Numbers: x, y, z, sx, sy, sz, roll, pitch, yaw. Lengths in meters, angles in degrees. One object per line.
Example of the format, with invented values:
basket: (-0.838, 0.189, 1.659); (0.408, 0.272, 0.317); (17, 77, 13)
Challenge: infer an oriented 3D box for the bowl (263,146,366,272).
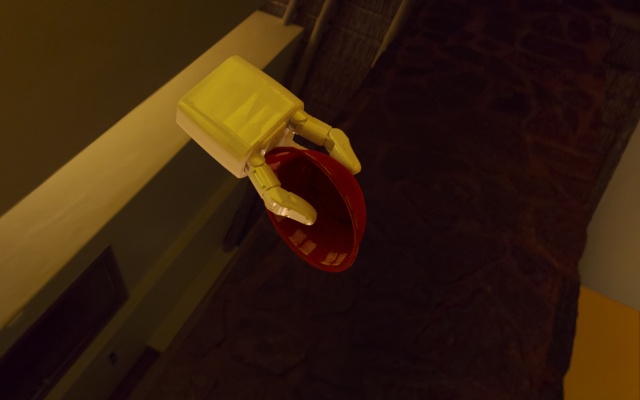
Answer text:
bowl: (0.001, 0.003, 0.563); (0.055, 0.162, 0.162); (-32, 19, -34)
